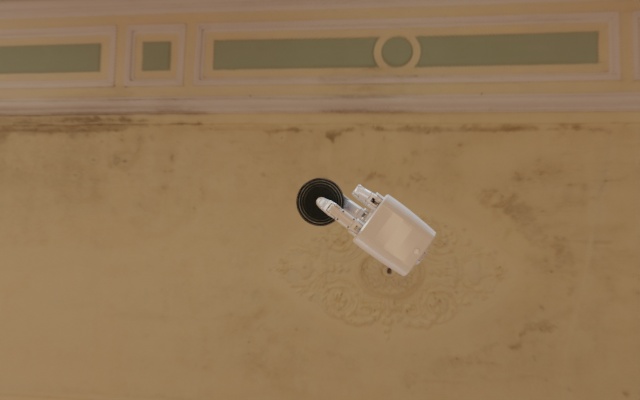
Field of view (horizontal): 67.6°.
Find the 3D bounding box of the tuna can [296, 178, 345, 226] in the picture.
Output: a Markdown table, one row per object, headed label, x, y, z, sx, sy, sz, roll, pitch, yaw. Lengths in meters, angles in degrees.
| label | x | y | z | sx | sy | sz | roll | pitch | yaw |
| --- | --- | --- | --- | --- | --- | --- | --- | --- | --- |
| tuna can | 0.000 | 0.003 | 0.858 | 0.086 | 0.086 | 0.034 | 0 | 0 | 2 |
